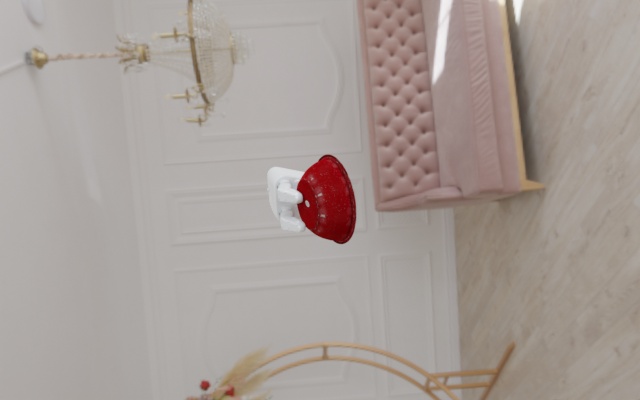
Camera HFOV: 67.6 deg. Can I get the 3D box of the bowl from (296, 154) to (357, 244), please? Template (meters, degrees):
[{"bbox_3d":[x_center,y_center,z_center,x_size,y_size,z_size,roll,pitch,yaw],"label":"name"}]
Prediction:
[{"bbox_3d":[0.000,0.003,0.834,0.055,0.162,0.162,-11,4,-25],"label":"bowl"}]
